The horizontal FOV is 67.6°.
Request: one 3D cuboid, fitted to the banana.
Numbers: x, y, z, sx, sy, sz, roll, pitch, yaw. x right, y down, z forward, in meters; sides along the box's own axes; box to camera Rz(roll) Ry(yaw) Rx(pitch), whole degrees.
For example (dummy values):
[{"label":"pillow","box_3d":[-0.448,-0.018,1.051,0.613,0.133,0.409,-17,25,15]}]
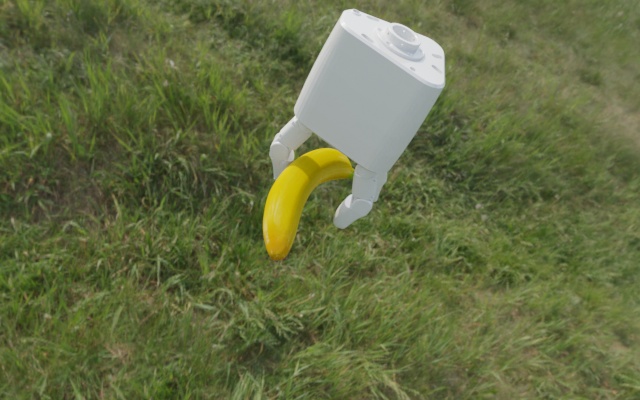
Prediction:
[{"label":"banana","box_3d":[-0.012,-0.012,0.506,0.197,0.069,0.037,-41,-11,-49]}]
